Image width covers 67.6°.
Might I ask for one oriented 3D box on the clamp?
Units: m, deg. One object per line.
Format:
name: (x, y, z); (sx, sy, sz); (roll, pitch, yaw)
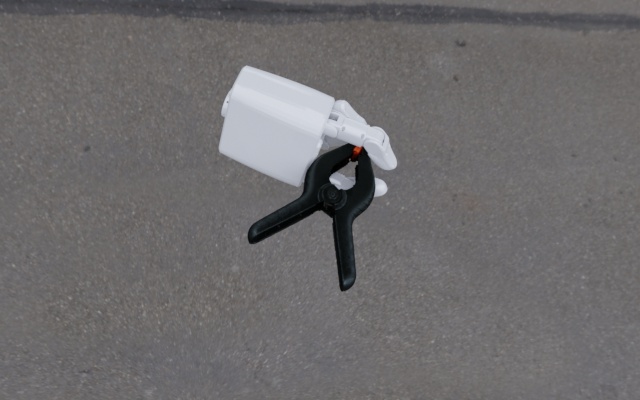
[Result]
clamp: (0.000, 0.001, 0.517); (0.120, 0.171, 0.039); (22, -27, -4)
